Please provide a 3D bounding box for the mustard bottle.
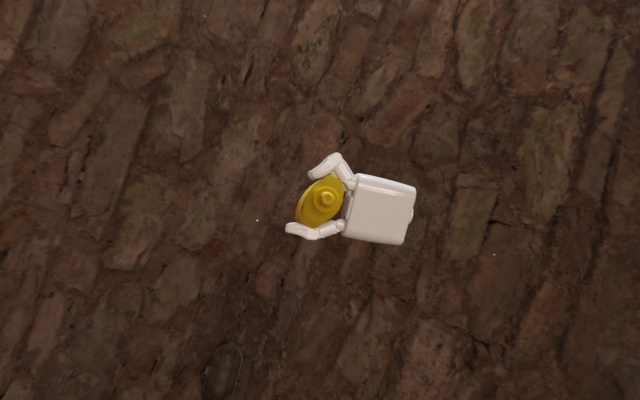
[{"bbox_3d":[0.000,0.003,0.831,0.058,0.096,0.191,36,-6,-5],"label":"mustard bottle"}]
